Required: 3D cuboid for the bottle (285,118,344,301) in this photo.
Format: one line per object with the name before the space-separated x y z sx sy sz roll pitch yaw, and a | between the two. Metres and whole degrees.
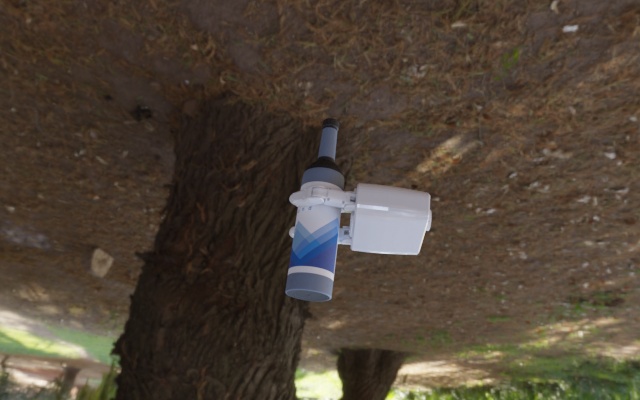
bottle | 0.000 0.003 0.739 0.069 0.295 0.069 6 -24 3
